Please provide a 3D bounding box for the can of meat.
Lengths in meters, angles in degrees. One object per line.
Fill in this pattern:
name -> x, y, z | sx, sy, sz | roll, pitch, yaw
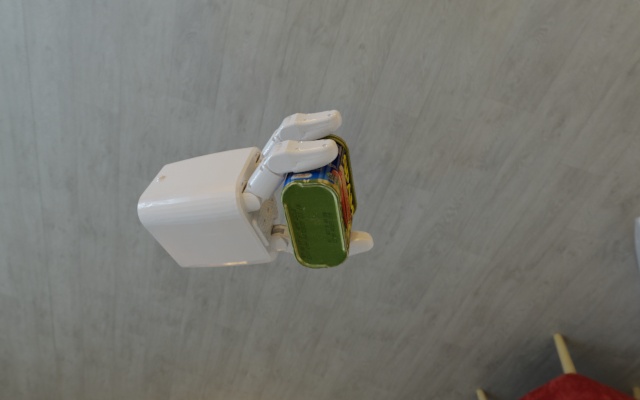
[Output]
can of meat -> 0.000, 0.002, 0.454 | 0.057, 0.102, 0.084 | -4, 34, 11
